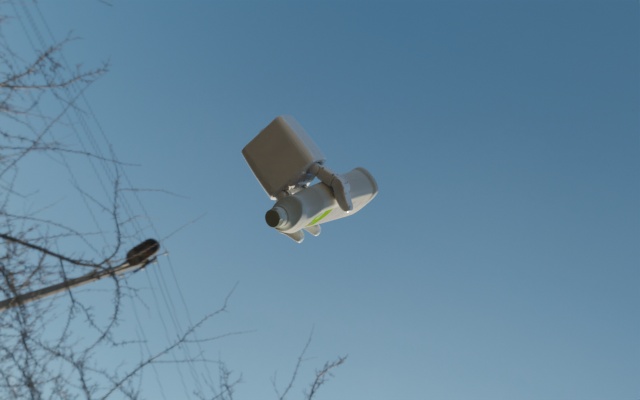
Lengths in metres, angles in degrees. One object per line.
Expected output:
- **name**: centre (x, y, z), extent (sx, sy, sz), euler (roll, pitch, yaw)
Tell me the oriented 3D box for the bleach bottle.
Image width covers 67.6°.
- **bleach bottle**: centre (0.000, 0.003, 0.820), extent (0.103, 0.068, 0.251), euler (-44, -15, 31)
